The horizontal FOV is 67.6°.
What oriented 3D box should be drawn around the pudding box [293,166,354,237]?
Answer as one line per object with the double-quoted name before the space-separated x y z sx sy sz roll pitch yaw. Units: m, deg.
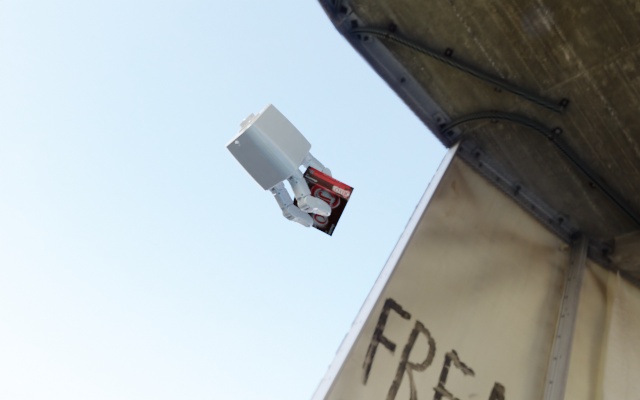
"pudding box" 0.000 0.003 0.842 0.090 0.039 0.114 27 -39 6
